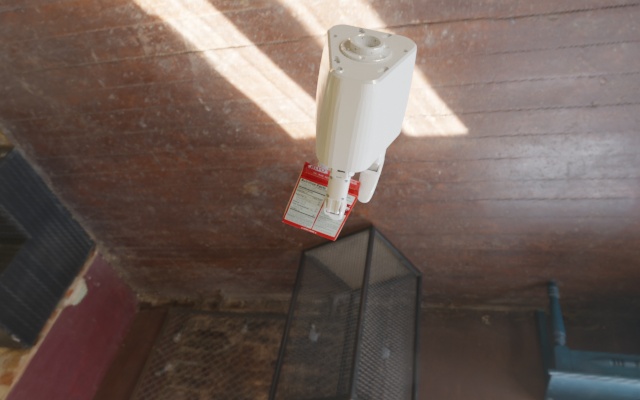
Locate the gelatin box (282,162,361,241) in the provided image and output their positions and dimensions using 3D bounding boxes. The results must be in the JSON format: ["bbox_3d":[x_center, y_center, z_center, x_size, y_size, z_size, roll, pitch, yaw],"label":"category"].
[{"bbox_3d":[0.000,0.002,0.590,0.073,0.089,0.030,20,43,-5],"label":"gelatin box"}]
